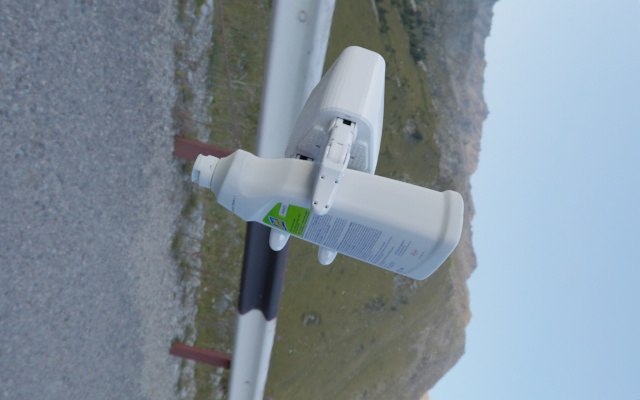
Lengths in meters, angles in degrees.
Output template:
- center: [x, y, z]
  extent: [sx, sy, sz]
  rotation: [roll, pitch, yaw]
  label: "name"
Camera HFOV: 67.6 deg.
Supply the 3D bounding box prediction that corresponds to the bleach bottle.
- center: [0.000, 0.002, 0.464]
  extent: [0.251, 0.068, 0.103]
  rotation: [18, -37, -3]
  label: "bleach bottle"
